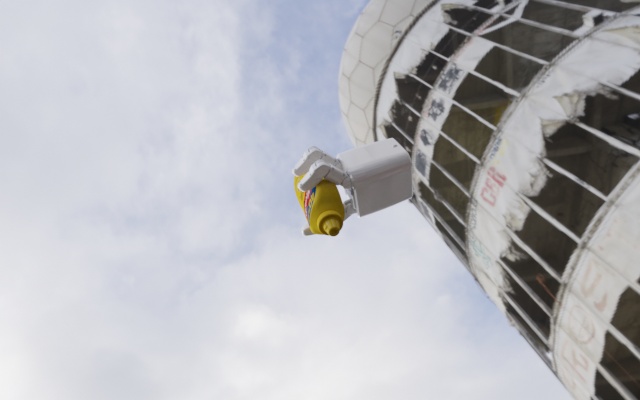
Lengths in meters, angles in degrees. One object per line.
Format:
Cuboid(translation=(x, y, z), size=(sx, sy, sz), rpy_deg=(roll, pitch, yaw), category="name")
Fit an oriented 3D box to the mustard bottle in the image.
Cuboid(translation=(0.000, 0.003, 0.809), size=(0.058, 0.096, 0.191), rpy_deg=(3, 28, -17), category="mustard bottle")
